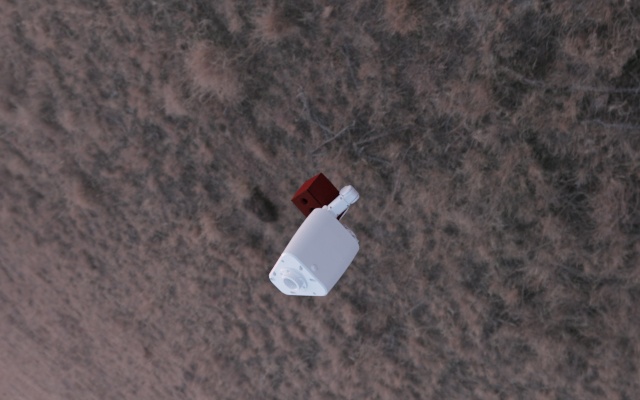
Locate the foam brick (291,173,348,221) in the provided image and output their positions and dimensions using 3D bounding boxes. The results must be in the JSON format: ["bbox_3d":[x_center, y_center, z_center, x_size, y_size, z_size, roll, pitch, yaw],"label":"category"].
[{"bbox_3d":[0.000,0.002,0.809,0.053,0.078,0.051,-30,16,50],"label":"foam brick"}]
